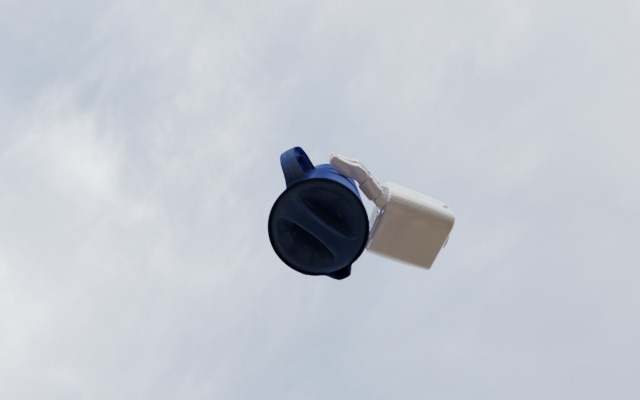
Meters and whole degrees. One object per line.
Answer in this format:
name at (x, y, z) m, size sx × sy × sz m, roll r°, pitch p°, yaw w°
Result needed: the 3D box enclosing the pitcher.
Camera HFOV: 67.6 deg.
pitcher at (0.000, 0.002, 0.727) m, size 0.145 × 0.149 × 0.242 m, roll 19°, pitch 13°, yaw -1°
